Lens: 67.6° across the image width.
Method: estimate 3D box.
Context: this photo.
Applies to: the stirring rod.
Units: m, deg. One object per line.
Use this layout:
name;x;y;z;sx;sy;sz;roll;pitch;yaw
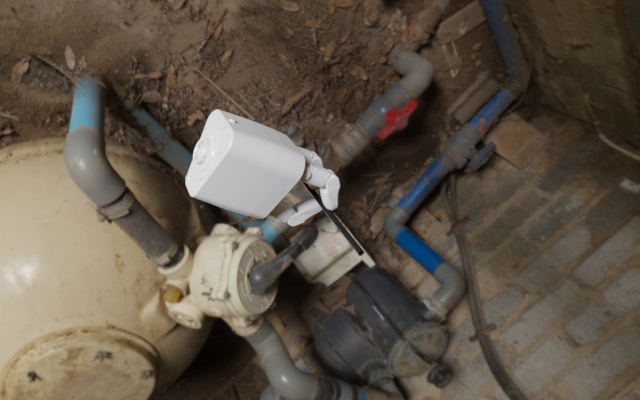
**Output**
stirring rod;0.000;0.002;0.677;0.011;0.011;0.239;0;31;-29
